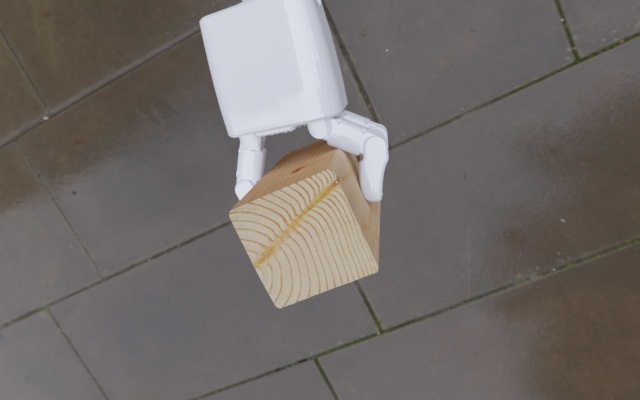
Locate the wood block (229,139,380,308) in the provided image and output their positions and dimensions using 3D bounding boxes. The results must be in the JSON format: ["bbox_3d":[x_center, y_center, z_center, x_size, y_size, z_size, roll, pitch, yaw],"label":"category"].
[{"bbox_3d":[0.000,0.001,0.454,0.091,0.090,0.206,-22,13,14],"label":"wood block"}]
